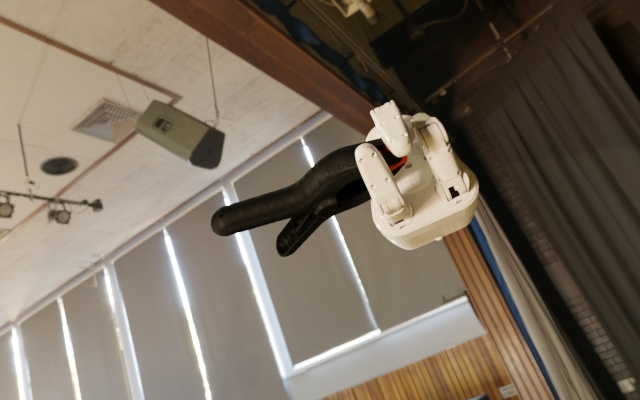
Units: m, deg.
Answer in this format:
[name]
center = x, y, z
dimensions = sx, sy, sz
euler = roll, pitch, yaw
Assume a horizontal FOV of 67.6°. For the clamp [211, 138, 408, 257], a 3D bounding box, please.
[clamp]
center = 0.000, 0.001, 0.433
dimensions = 0.171, 0.039, 0.120
euler = -25, -20, 9
